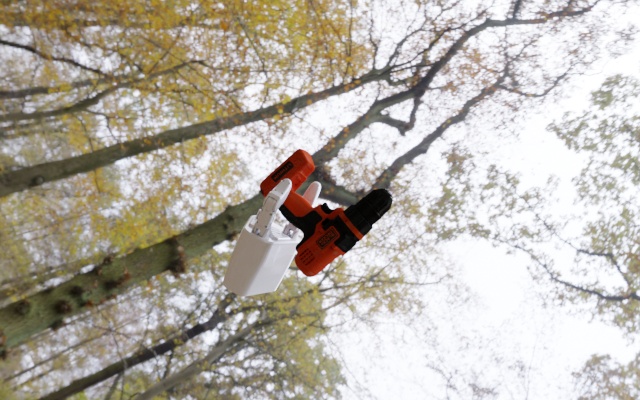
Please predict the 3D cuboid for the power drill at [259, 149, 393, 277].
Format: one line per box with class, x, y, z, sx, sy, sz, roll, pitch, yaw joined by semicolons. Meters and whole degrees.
power drill;0.000;0.002;0.772;0.184;0.187;0.057;-41;-31;2
